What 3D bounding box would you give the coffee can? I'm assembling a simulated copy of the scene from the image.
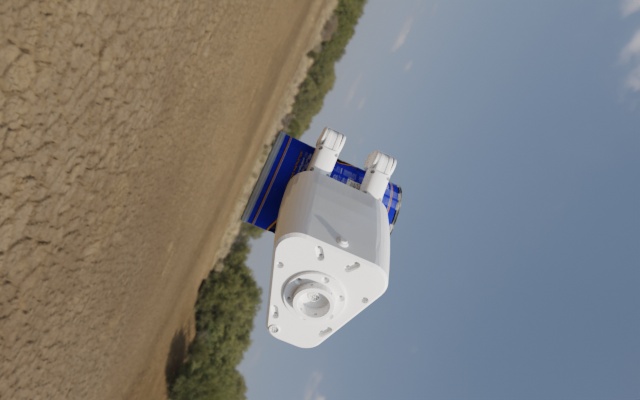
[{"bbox_3d":[0.000,0.002,0.508,0.140,0.103,0.103,24,-3,-7],"label":"coffee can"}]
